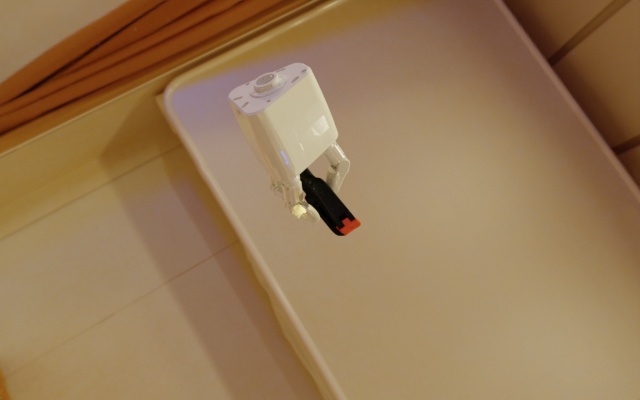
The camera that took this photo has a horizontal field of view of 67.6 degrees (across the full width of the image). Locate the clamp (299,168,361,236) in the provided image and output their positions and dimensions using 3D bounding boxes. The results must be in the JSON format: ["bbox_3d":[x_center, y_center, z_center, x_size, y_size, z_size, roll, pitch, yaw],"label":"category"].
[{"bbox_3d":[0.001,0.002,0.709,0.036,0.165,0.210,-35,40,-9],"label":"clamp"}]
